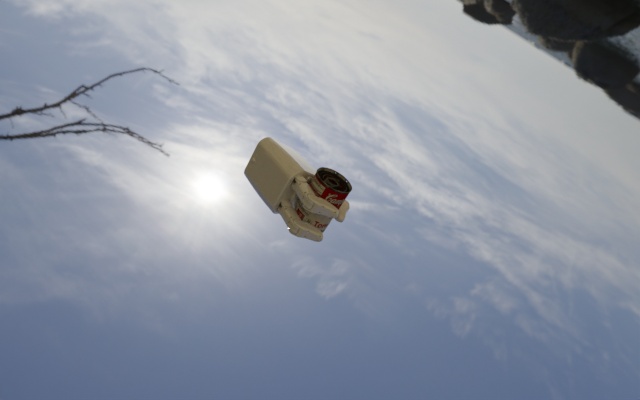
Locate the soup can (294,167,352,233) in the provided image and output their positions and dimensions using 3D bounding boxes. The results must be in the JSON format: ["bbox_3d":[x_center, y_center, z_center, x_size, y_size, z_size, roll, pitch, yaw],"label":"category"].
[{"bbox_3d":[0.000,0.003,0.827,0.068,0.102,0.068,25,28,-14],"label":"soup can"}]
